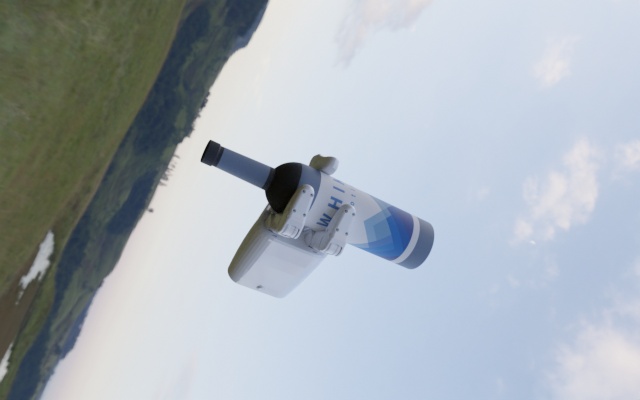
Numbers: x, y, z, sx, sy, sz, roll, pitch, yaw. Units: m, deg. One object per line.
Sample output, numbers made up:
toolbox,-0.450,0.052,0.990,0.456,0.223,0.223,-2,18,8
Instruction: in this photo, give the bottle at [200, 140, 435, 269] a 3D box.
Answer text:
bottle,0.000,0.002,0.572,0.296,0.069,0.069,24,-9,-20
